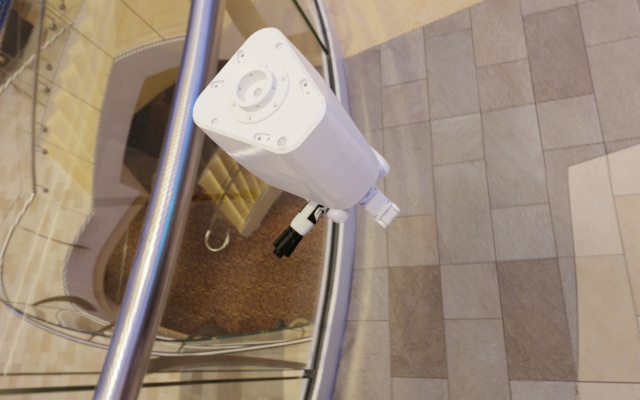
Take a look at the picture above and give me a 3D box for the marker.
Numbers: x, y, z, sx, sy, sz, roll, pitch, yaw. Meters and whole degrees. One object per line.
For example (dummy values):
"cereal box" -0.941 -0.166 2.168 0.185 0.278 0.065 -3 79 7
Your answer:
"marker" 0.000 0.001 0.415 0.020 0.121 0.020 40 0 0
